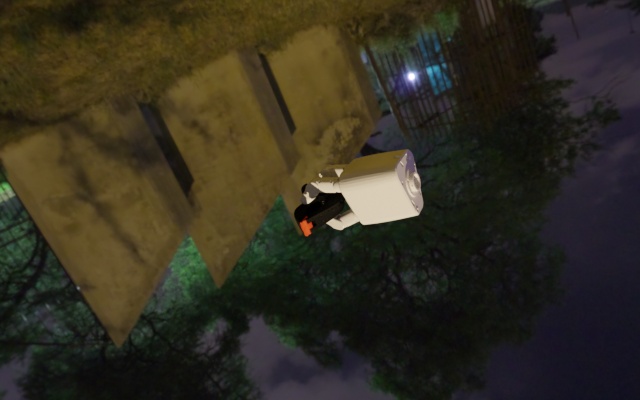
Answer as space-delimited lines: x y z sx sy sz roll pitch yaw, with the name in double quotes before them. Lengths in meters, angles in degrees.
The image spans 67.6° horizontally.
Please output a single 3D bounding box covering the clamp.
"clamp" 0.000 0.004 0.888 0.164 0.036 0.210 -10 22 33
